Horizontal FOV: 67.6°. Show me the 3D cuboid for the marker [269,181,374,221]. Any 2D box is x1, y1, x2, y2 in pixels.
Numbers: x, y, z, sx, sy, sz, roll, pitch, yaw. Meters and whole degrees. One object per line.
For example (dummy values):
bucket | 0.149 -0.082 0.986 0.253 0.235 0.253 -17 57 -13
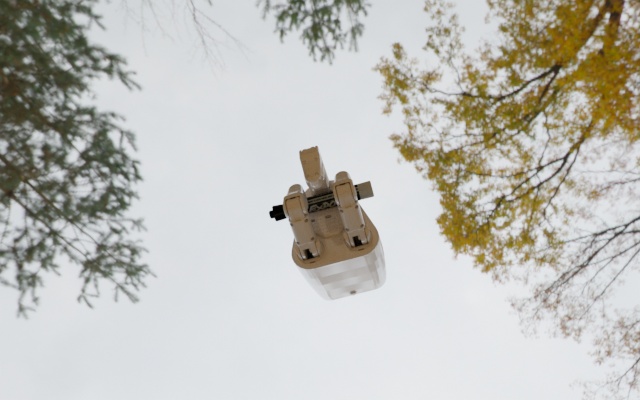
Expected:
marker | 0.000 0.002 0.541 0.121 0.020 0.020 -15 -2 7
